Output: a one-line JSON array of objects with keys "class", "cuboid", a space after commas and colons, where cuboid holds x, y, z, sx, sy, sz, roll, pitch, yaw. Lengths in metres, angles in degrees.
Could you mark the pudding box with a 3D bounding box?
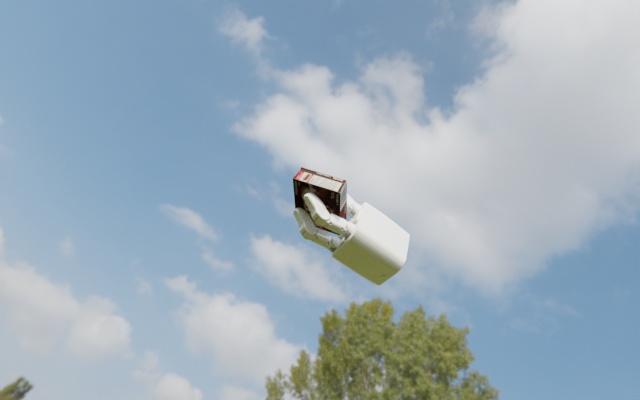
[{"class": "pudding box", "cuboid": [0.000, 0.003, 0.847, 0.090, 0.114, 0.039, 17, 46, 17]}]
